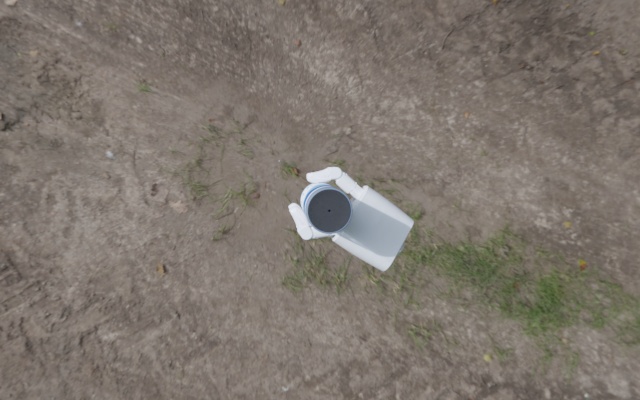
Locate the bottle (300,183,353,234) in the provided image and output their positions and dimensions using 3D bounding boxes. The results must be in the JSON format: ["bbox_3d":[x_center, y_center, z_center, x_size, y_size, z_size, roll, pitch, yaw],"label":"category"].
[{"bbox_3d":[0.000,0.003,0.822,0.069,0.069,0.295,0,5,-5],"label":"bottle"}]
